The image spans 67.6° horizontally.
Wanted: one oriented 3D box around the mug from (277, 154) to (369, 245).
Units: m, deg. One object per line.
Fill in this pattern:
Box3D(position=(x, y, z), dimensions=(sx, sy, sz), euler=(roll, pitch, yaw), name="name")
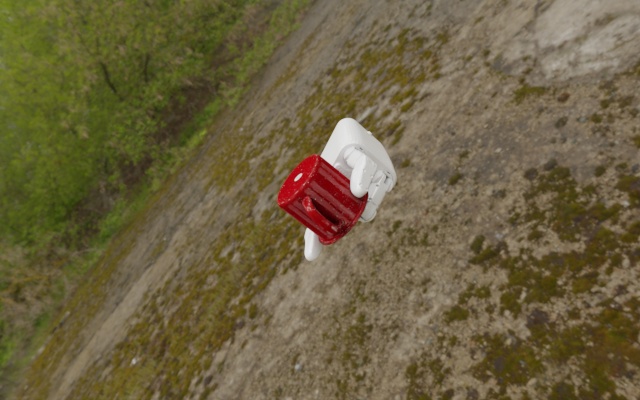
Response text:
Box3D(position=(0.000, 0.003, 0.592), dimensions=(0.081, 0.093, 0.117), euler=(38, 22, -20), name="mug")
